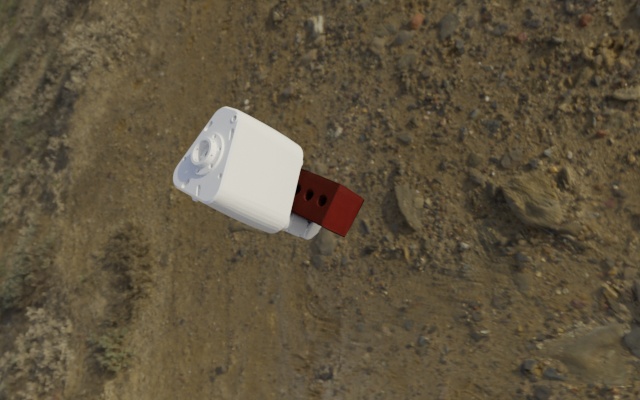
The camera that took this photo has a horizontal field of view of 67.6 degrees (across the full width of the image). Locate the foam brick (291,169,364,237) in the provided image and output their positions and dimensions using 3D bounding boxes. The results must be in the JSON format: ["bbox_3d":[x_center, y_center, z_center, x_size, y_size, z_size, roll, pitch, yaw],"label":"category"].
[{"bbox_3d":[0.000,0.002,0.567,0.078,0.053,0.051,23,-5,41],"label":"foam brick"}]
